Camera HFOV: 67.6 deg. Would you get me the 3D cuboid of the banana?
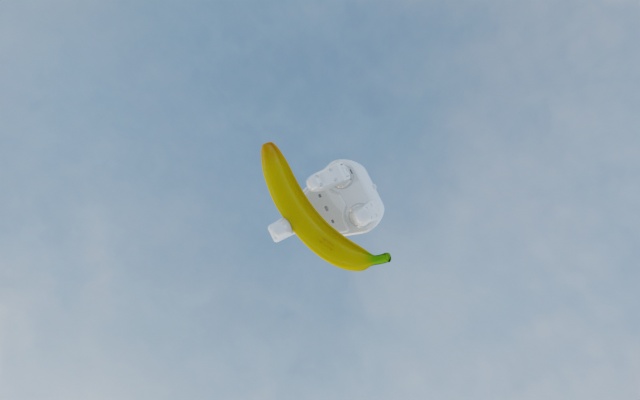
[{"bbox_3d":[-0.008,0.018,0.552,0.198,0.070,0.037,43,26,12],"label":"banana"}]
